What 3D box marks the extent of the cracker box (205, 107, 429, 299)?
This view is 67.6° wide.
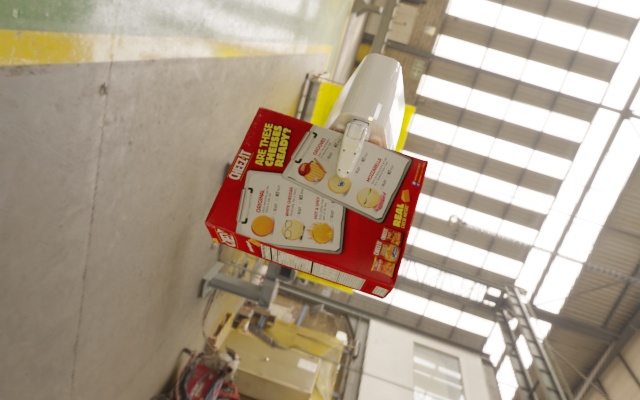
[{"bbox_3d":[0.000,0.002,0.559,0.213,0.164,0.072,18,-25,5],"label":"cracker box"}]
